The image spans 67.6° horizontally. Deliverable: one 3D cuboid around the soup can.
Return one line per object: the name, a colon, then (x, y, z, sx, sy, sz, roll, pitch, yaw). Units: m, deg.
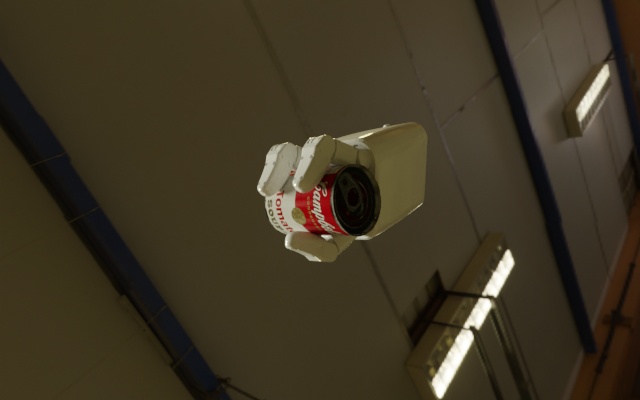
soup can: (0.000, 0.002, 0.480, 0.068, 0.068, 0.102, 0, -2, -44)
